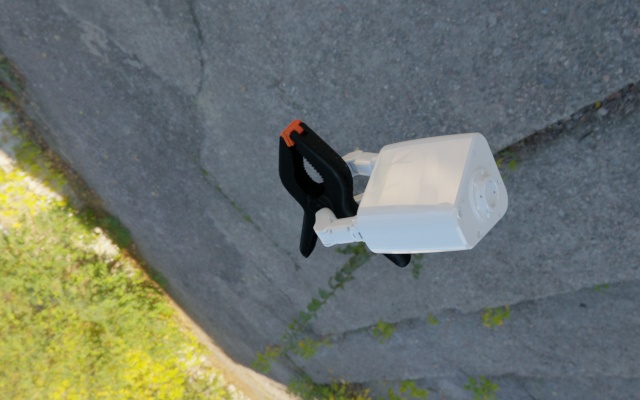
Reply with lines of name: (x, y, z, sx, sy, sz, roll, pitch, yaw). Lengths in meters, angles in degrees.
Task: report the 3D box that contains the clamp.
clamp: (0.000, 0.002, 0.577, 0.164, 0.210, 0.036, -8, 34, 41)
